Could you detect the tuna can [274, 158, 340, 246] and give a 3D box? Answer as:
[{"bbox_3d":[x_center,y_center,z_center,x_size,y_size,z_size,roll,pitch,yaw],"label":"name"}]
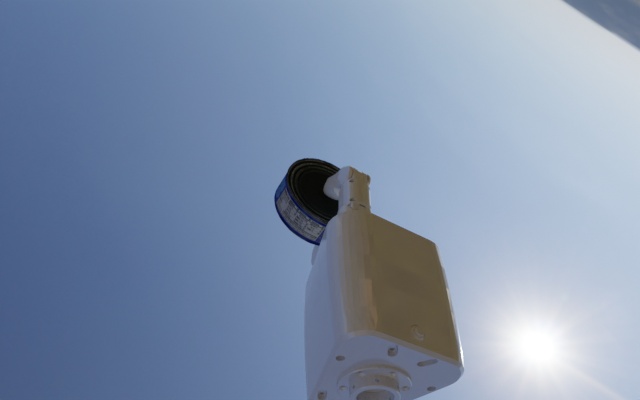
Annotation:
[{"bbox_3d":[0.000,0.002,0.457,0.086,0.086,0.034,0,-40,-37],"label":"tuna can"}]
